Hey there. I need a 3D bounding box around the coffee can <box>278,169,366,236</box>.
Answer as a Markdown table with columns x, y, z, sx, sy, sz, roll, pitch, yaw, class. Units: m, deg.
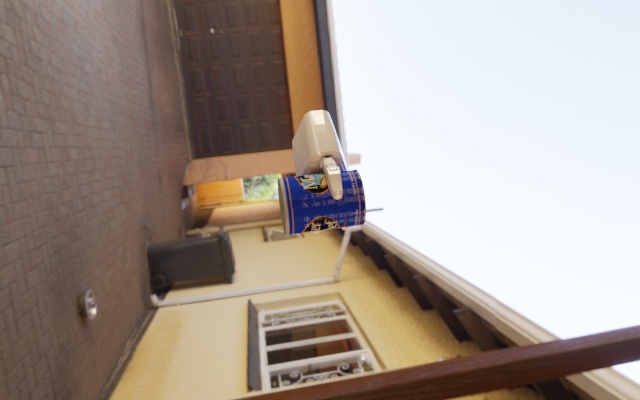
| x | y | z | sx | sy | sz | roll | pitch | yaw | class |
| --- | --- | --- | --- | --- | --- | --- | --- | --- | --- |
| 0.000 | 0.003 | 0.845 | 0.140 | 0.103 | 0.103 | -7 | 1 | -8 | coffee can |
